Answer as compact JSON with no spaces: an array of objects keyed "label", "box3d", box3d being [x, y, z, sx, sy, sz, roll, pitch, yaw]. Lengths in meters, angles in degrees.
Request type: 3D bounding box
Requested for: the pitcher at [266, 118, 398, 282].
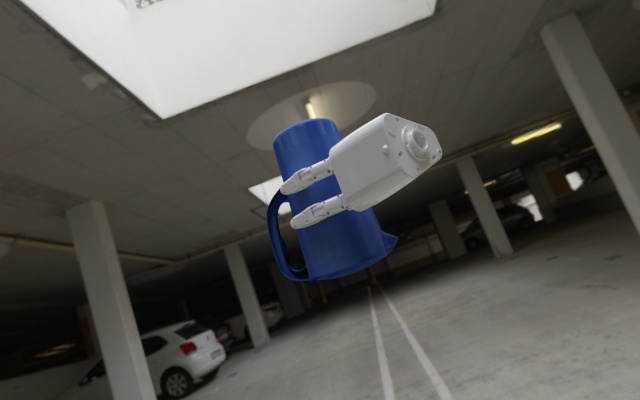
[{"label":"pitcher","box3d":[0.000,0.002,0.753,0.149,0.242,0.145,-10,-15,-41]}]
